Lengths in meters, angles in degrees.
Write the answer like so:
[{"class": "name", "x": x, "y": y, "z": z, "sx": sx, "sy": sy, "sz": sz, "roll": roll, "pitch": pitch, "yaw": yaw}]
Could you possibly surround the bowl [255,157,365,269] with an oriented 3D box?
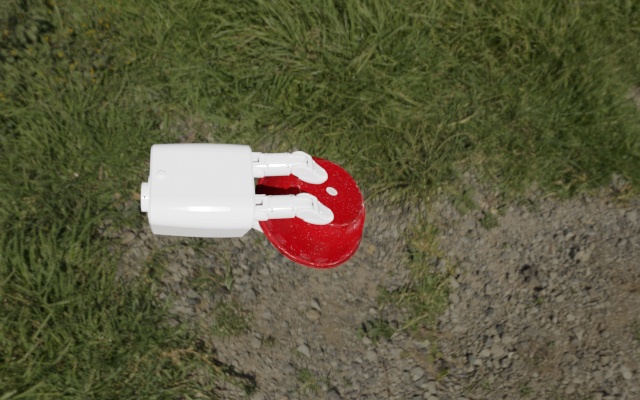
[{"class": "bowl", "x": 0.001, "y": 0.002, "z": 0.608, "sx": 0.162, "sy": 0.162, "sz": 0.055, "roll": 0, "pitch": -27, "yaw": -33}]
